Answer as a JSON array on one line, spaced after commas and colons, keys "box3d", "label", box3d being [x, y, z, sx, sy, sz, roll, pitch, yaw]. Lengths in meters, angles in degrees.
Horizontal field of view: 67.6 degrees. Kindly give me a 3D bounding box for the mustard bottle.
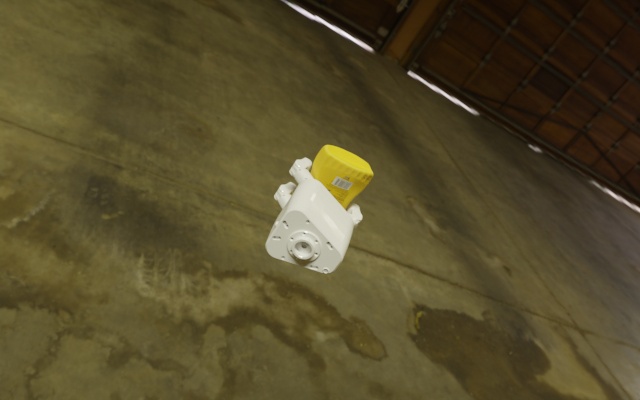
[{"box3d": [0.000, 0.002, 0.815, 0.096, 0.192, 0.058, 21, 29, -27], "label": "mustard bottle"}]
